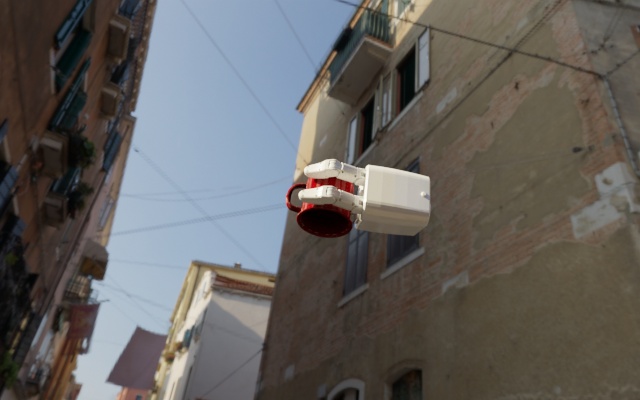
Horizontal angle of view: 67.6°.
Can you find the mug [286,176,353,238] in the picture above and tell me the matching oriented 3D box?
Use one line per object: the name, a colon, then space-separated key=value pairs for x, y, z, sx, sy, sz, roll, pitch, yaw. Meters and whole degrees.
mug: x=-0.001 y=0.002 z=0.802 sx=0.117 sy=0.081 sz=0.093 roll=11 pitch=-34 yaw=-2
